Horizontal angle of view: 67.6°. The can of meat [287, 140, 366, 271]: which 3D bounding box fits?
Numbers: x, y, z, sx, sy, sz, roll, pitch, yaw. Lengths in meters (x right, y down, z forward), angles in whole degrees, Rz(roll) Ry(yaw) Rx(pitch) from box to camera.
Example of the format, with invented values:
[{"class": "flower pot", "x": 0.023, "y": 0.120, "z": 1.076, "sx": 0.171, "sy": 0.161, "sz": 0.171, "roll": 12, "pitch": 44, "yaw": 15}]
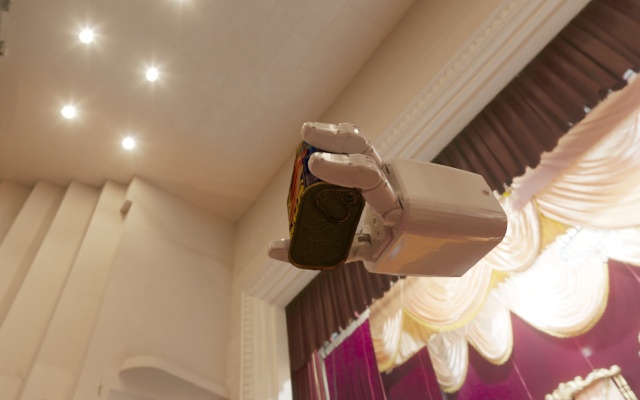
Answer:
[{"class": "can of meat", "x": 0.000, "y": 0.001, "z": 0.458, "sx": 0.057, "sy": 0.102, "sz": 0.084, "roll": 6, "pitch": 37, "yaw": -12}]
